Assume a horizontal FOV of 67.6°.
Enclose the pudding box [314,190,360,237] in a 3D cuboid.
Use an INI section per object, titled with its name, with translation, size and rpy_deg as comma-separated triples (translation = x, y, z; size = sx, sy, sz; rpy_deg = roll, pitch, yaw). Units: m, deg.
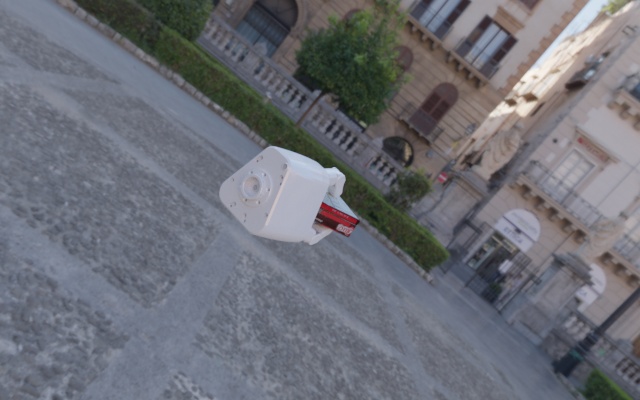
[pudding box]
translation = 0.000, 0.002, 0.751
size = 0.090, 0.039, 0.113
rpy_deg = 28, 17, -35
